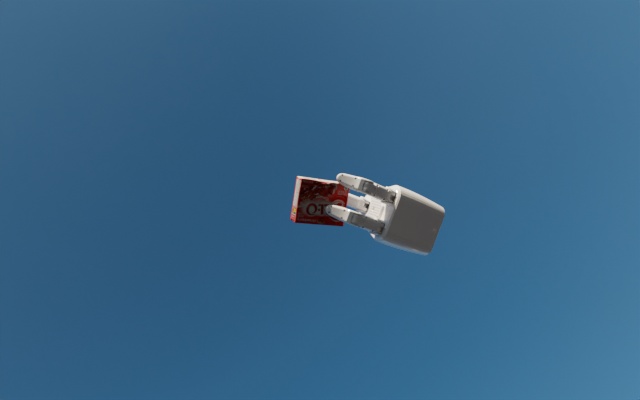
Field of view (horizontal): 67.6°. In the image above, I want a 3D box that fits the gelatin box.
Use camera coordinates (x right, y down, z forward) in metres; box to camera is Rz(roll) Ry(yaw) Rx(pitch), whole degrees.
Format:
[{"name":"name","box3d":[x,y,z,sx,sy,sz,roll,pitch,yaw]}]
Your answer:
[{"name":"gelatin box","box3d":[0.000,0.002,0.785,0.089,0.073,0.030,7,8,-22]}]
